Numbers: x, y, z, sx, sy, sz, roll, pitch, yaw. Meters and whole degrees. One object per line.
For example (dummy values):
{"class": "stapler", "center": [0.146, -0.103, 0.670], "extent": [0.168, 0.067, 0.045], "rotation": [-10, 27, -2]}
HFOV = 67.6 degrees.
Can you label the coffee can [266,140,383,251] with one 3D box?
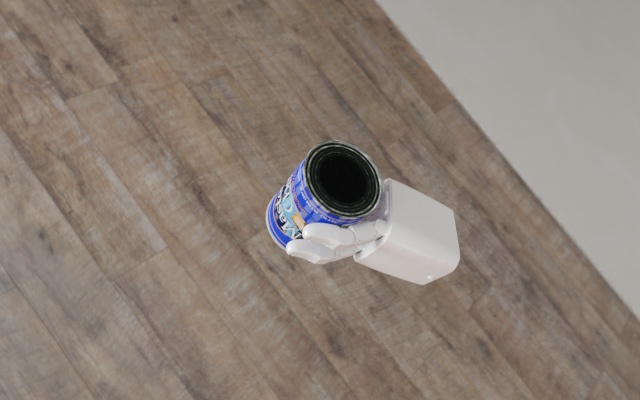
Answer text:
{"class": "coffee can", "center": [0.000, 0.002, 0.611], "extent": [0.103, 0.102, 0.140], "rotation": [0, -24, -26]}
